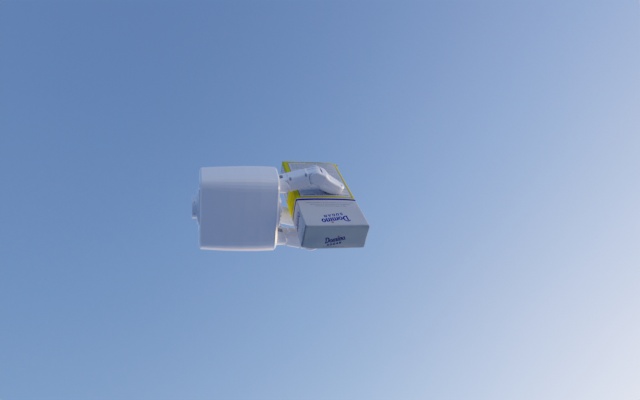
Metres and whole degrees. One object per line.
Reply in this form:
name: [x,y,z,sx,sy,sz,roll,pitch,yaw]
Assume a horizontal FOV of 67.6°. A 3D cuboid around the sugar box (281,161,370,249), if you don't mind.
sugar box: [0.000,0.003,0.707,0.093,0.048,0.176,1,35,-16]
